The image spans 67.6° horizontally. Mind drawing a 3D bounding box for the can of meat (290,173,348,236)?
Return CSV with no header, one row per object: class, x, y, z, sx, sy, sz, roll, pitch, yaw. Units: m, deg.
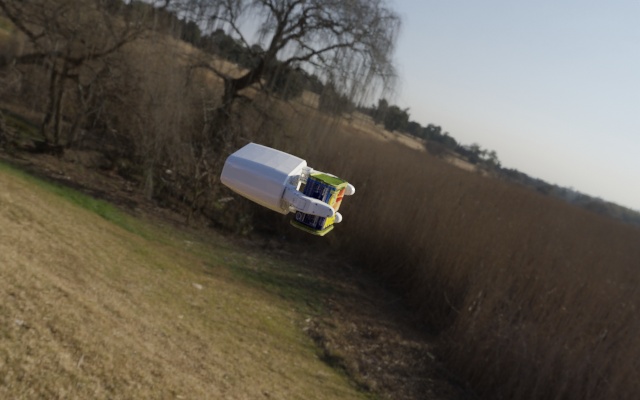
can of meat,0.000,0.002,0.775,0.057,0.084,0.102,22,10,12
